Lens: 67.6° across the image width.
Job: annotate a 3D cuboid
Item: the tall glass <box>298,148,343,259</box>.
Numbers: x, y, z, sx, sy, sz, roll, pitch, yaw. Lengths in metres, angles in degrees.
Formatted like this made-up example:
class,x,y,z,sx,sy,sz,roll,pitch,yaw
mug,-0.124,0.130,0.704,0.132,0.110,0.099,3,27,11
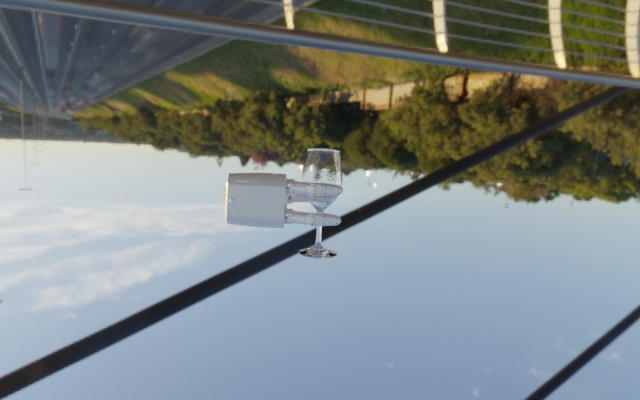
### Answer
class,x,y,z,sx,sy,sz,roll,pitch,yaw
tall glass,0.000,0.004,0.899,0.079,0.201,0.079,4,8,0
